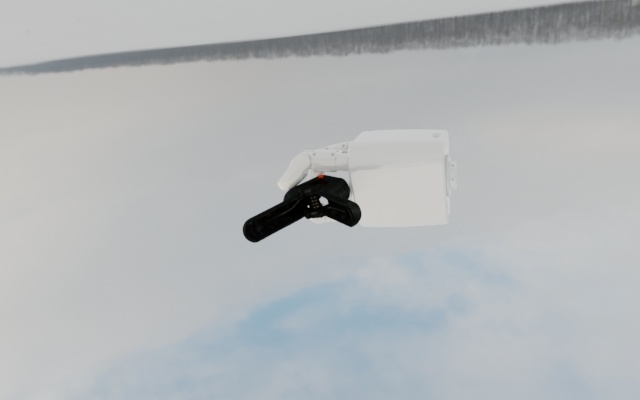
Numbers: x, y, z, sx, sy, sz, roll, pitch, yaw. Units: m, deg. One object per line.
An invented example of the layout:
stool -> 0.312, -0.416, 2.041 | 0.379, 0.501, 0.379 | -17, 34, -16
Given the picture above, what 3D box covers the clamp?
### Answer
clamp -> 0.000, 0.002, 0.530 | 0.120, 0.039, 0.171 | -2, 19, 19
